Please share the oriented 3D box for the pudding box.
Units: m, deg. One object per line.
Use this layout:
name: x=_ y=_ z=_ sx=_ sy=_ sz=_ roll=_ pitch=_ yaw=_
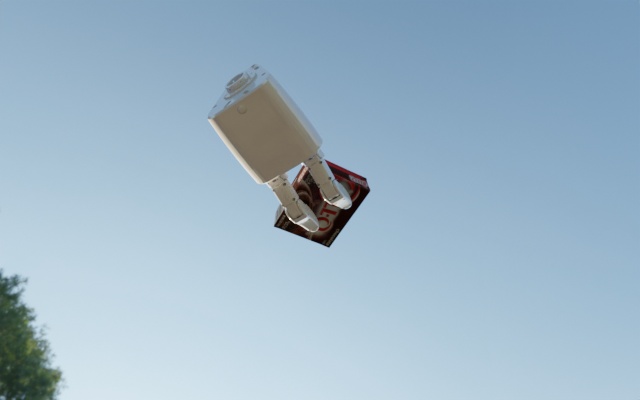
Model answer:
pudding box: x=0.000 y=0.002 z=0.650 sx=0.090 sy=0.113 sz=0.039 roll=23 pitch=32 yaw=-19
